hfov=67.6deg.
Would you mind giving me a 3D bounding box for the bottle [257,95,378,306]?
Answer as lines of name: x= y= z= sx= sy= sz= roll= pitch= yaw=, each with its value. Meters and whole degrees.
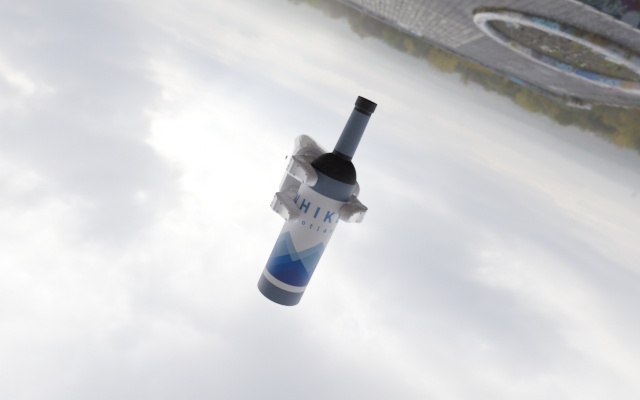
bottle: x=0.000 y=0.002 z=0.638 sx=0.069 sy=0.296 sz=0.069 roll=23 pitch=16 yaw=-7
